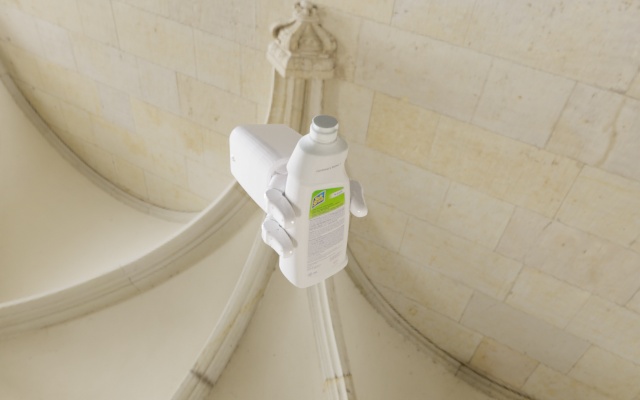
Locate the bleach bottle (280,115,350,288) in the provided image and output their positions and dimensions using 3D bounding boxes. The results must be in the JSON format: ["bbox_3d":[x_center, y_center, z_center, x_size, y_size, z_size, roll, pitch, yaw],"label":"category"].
[{"bbox_3d":[0.000,0.002,0.619,0.102,0.251,0.068,-25,51,-32],"label":"bleach bottle"}]
